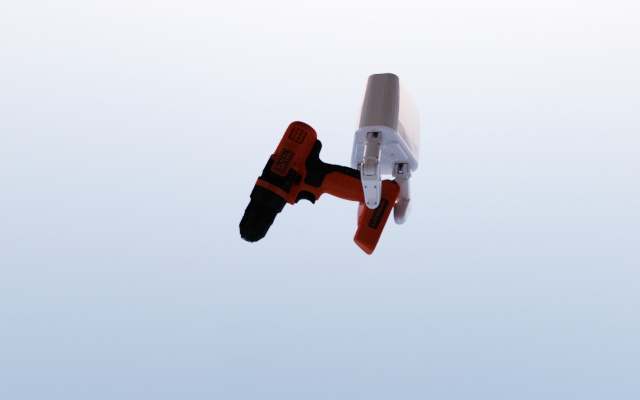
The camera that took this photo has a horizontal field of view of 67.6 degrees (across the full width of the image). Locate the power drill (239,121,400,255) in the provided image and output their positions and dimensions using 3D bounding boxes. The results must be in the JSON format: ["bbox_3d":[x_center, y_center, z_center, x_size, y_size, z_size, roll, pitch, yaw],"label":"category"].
[{"bbox_3d":[0.001,0.002,0.654,0.187,0.184,0.057,25,-7,5],"label":"power drill"}]
